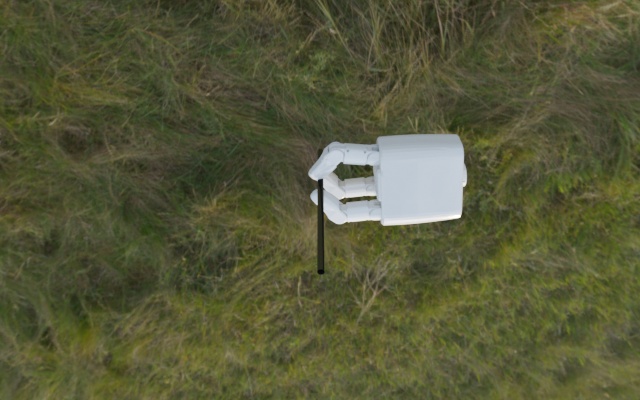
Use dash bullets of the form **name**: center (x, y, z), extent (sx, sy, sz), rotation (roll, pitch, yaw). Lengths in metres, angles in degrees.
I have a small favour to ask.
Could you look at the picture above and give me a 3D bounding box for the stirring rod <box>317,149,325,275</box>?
- **stirring rod**: center (0.000, 0.002, 0.601), extent (0.011, 0.011, 0.239), rotation (0, 38, 0)
